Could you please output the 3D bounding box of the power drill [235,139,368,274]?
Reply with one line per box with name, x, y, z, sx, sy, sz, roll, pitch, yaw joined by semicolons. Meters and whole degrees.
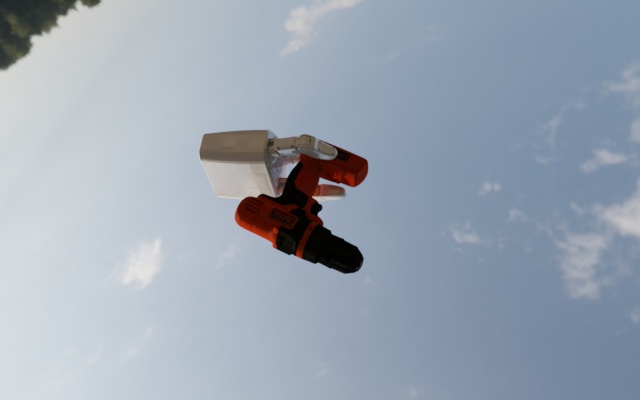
power drill;0.000;0.002;0.675;0.184;0.057;0.187;25;50;10
